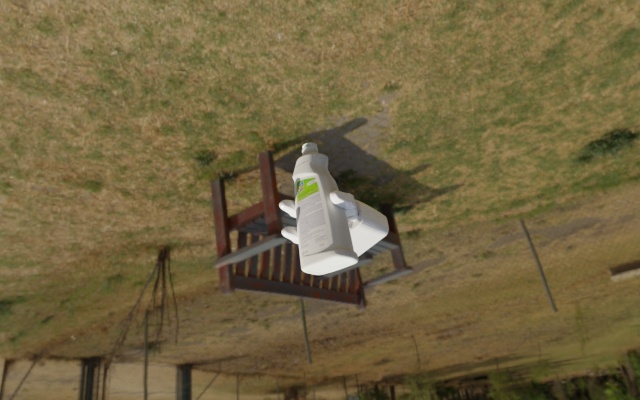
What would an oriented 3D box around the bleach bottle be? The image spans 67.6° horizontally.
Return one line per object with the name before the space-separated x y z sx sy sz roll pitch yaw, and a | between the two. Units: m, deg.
bleach bottle | 0.000 0.003 0.879 0.102 0.250 0.068 -24 -30 32
